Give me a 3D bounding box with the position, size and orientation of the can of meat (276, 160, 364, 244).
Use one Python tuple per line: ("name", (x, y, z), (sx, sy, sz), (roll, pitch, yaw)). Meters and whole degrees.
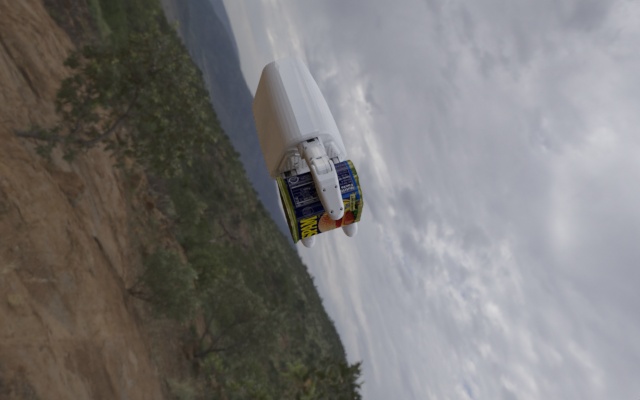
("can of meat", (0.000, 0.002, 0.544), (0.084, 0.057, 0.102), (-17, -20, -7))
